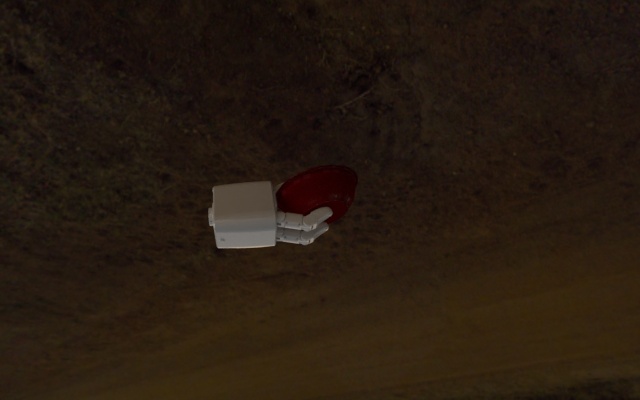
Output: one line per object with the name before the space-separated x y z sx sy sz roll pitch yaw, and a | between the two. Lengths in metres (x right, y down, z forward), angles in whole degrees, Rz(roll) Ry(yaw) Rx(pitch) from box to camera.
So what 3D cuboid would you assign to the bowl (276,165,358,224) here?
bowl | 0.002 0.003 0.878 0.162 0.055 0.162 -15 -29 -8
